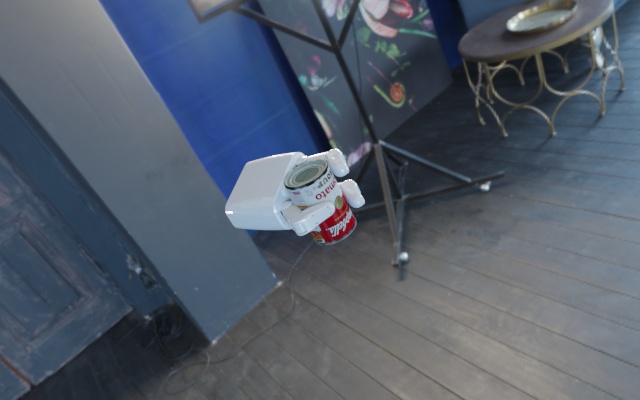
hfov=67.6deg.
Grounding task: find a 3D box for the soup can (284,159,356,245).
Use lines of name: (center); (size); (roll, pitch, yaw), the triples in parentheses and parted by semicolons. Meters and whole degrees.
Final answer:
soup can: (0.000, 0.002, 0.667); (0.068, 0.102, 0.068); (-21, 29, 12)
